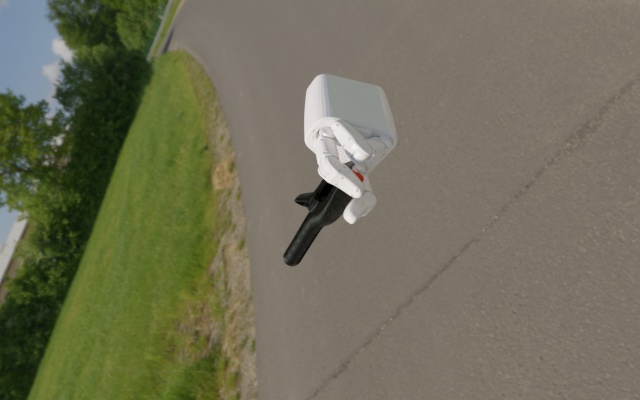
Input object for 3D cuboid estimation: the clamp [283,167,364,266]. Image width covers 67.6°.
[{"bbox_3d":[0.000,0.002,0.650,0.039,0.120,0.171,22,-48,-25],"label":"clamp"}]
